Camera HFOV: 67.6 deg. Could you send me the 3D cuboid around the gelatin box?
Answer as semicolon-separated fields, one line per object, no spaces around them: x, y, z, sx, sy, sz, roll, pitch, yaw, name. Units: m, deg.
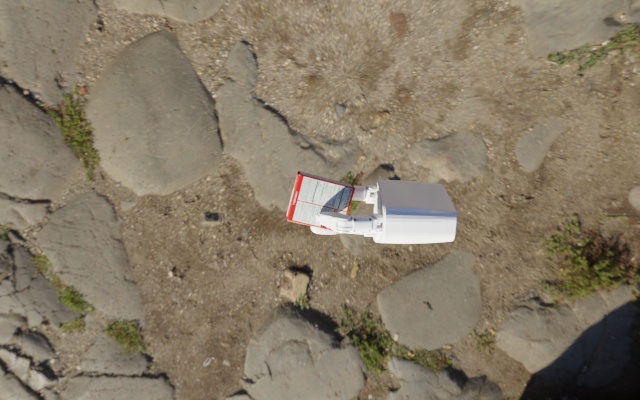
0.000;0.002;0.718;0.089;0.073;0.030;13;13;-9;gelatin box
